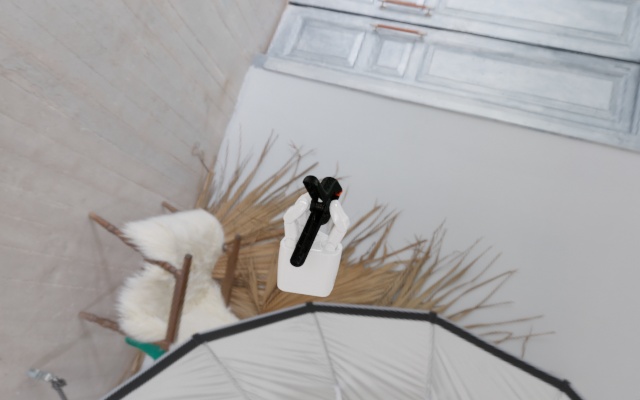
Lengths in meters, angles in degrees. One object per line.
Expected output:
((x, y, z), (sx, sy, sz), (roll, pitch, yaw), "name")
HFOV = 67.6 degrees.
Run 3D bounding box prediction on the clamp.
((0.001, 0.003, 0.860), (0.036, 0.165, 0.210), (17, 29, 13), "clamp")
